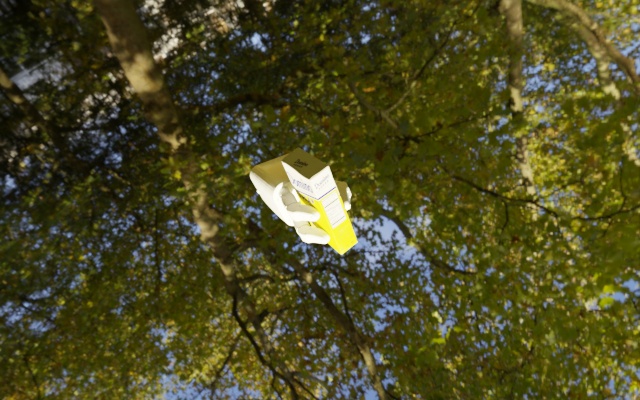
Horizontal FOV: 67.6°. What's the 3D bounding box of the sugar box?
[{"bbox_3d":[0.000,0.003,0.805,0.048,0.176,0.093,-38,41,-14],"label":"sugar box"}]
